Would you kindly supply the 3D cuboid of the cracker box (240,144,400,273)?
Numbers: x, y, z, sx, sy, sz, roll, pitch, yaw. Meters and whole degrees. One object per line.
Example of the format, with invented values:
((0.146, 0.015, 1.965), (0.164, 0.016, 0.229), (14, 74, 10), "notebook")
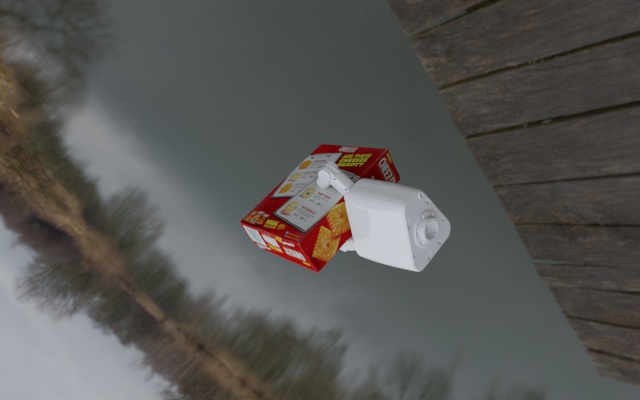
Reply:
((0.000, 0.003, 0.770), (0.213, 0.072, 0.164), (-46, 34, -24), "cracker box")
